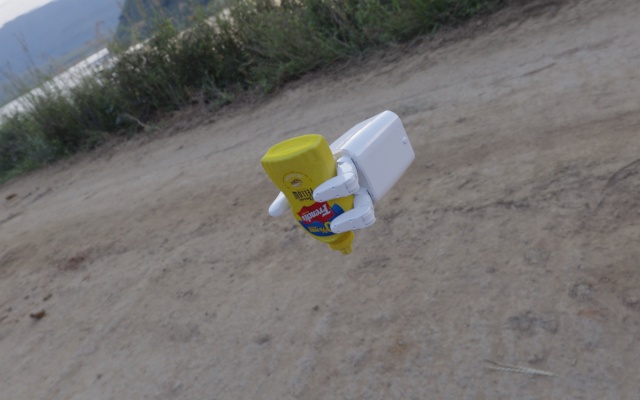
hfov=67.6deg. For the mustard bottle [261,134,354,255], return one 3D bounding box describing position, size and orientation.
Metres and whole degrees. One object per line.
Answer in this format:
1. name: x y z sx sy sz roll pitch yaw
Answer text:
1. mustard bottle: 0.000 0.002 0.677 0.096 0.192 0.058 -11 33 30
